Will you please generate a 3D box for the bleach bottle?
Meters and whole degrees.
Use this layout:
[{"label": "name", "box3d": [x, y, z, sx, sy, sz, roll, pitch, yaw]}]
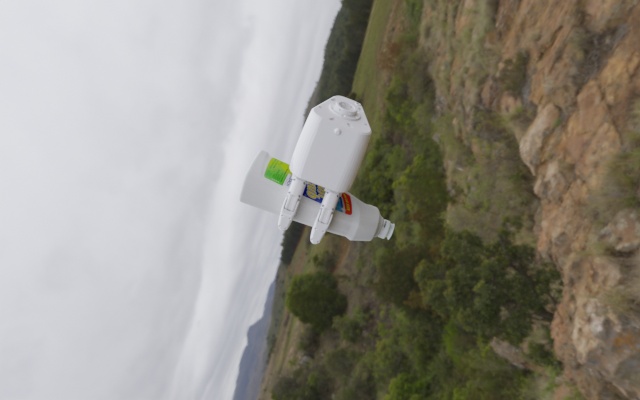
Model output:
[{"label": "bleach bottle", "box3d": [0.000, 0.003, 0.784, 0.251, 0.068, 0.102, 20, 35, -2]}]
